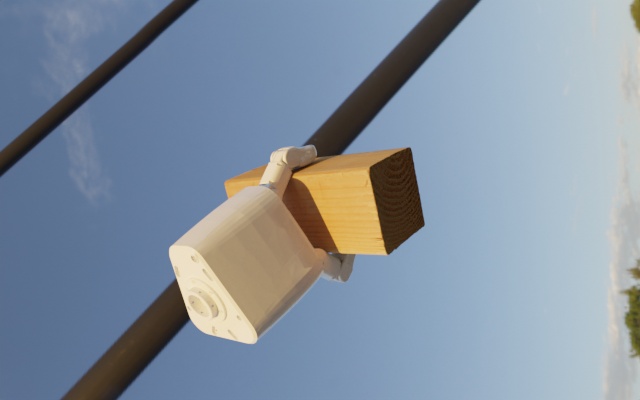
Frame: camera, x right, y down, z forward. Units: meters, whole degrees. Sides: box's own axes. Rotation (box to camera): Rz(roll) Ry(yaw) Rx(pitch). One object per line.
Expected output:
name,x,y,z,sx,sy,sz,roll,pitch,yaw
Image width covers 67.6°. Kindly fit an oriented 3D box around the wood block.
wood block,0.000,0.002,0.542,0.206,0.091,0.090,-2,17,39
